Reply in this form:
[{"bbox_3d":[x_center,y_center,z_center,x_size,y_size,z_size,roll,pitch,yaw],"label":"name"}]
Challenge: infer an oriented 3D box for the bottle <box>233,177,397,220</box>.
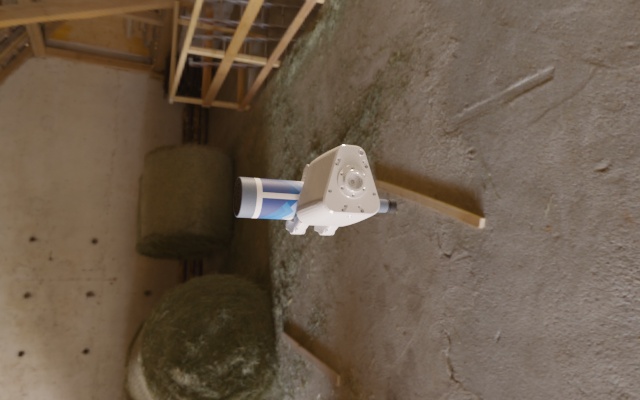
[{"bbox_3d":[0.000,0.003,0.837,0.296,0.069,0.069,4,-1,-22],"label":"bottle"}]
